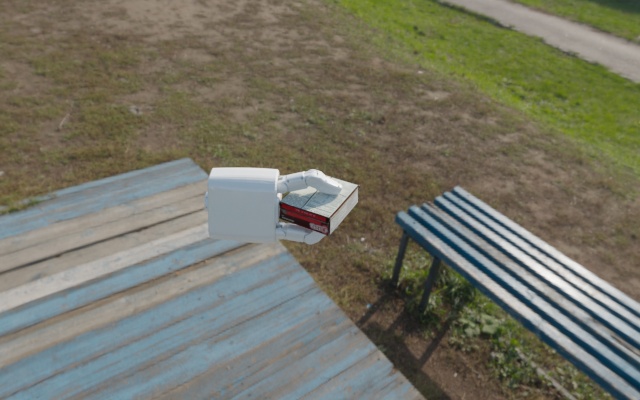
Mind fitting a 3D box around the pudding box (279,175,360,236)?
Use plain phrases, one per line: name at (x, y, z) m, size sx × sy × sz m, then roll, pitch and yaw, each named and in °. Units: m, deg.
pudding box at (0.000, 0.002, 0.761) m, size 0.090 × 0.039 × 0.113 m, roll 19°, pitch 39°, yaw 22°
